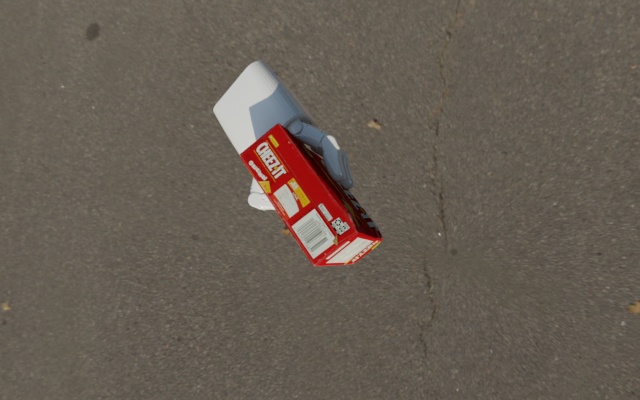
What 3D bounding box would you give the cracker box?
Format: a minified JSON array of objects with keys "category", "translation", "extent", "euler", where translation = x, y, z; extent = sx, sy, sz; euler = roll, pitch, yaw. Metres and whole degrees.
[{"category":"cracker box","translation":[0.000,0.002,0.641],"extent":[0.072,0.164,0.214],"euler":[-38,-15,8]}]
